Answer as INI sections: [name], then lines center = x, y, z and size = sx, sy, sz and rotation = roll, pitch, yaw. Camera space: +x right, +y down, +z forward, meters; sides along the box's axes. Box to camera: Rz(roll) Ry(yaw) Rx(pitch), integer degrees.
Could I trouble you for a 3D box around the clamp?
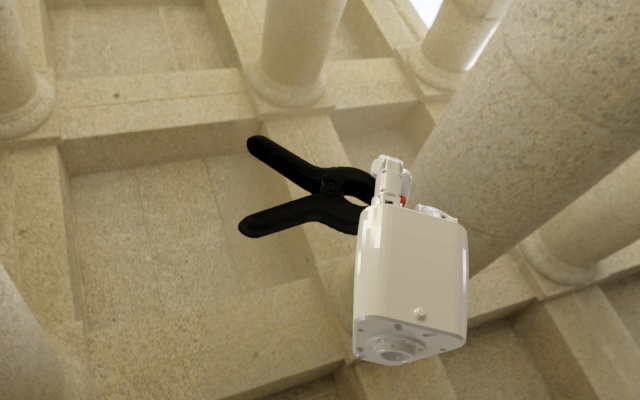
[clamp]
center = 0.000, 0.002, 0.466
size = 0.171, 0.120, 0.039
rotation = 15, -36, -7
